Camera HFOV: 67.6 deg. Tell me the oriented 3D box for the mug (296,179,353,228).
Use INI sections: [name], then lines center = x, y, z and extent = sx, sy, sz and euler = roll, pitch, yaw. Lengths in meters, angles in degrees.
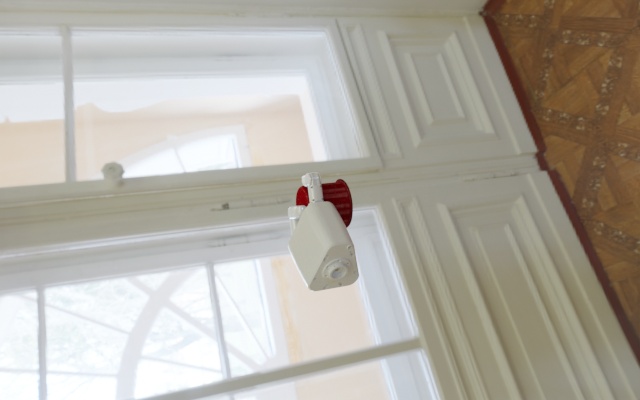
[mug]
center = -0.001, 0.002, 0.890
extent = 0.081, 0.093, 0.117
euler = -6, 37, -20
